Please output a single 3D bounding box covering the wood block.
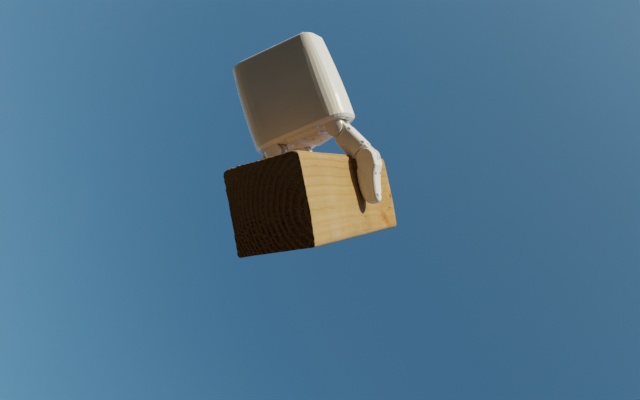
[{"bbox_3d":[0.000,0.001,0.530,0.091,0.090,0.206,-12,-3,29],"label":"wood block"}]
